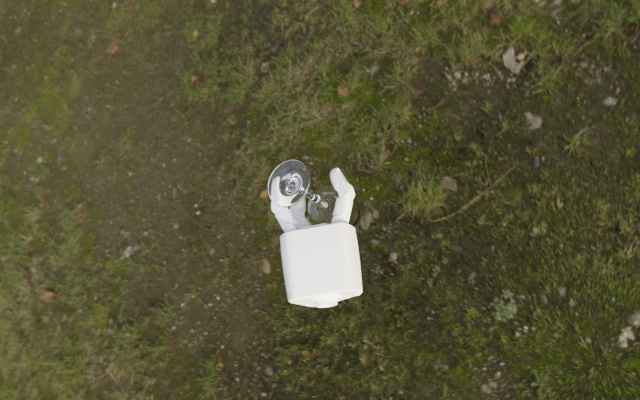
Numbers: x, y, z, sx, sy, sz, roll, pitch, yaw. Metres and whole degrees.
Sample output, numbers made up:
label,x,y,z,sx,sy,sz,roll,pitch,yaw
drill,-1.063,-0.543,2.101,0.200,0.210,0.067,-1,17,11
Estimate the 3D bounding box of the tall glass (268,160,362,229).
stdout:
label,x,y,z,sx,sy,sz,roll,pitch,yaw
tall glass,0.000,0.002,0.792,0.079,0.079,0.201,0,-16,30
